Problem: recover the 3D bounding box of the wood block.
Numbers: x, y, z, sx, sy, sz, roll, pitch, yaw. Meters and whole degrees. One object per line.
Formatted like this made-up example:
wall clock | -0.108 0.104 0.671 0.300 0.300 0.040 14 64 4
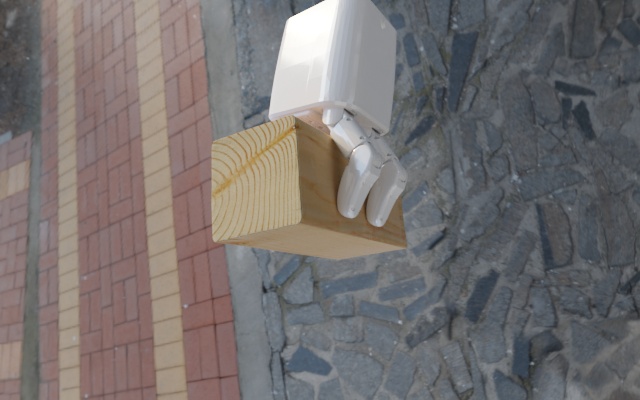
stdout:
wood block | 0.000 0.001 0.464 0.091 0.090 0.206 -13 -17 30
